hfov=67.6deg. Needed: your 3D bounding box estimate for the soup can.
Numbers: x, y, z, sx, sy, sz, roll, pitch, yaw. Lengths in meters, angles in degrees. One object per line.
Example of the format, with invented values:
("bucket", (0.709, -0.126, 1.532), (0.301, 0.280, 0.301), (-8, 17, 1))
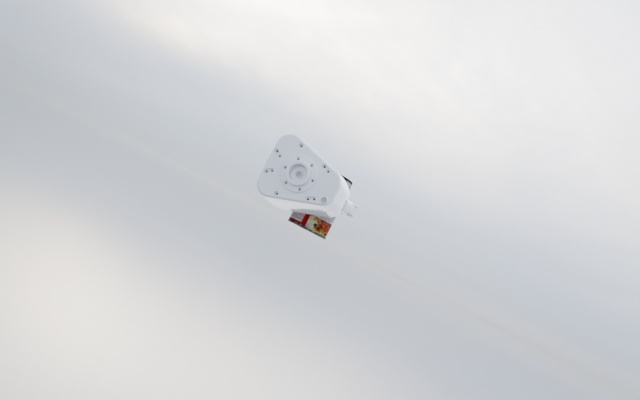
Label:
("soup can", (0.000, 0.002, 0.772), (0.068, 0.102, 0.068), (27, -4, 2))
